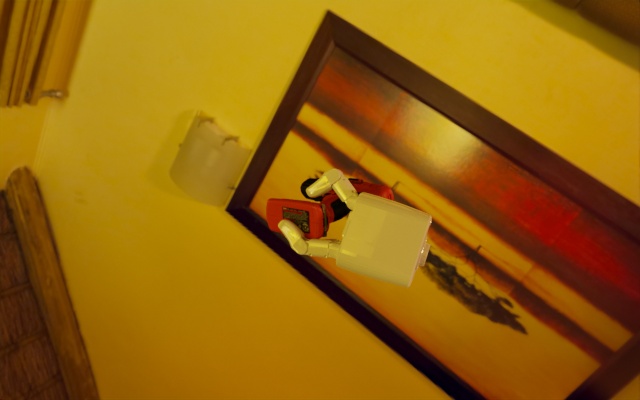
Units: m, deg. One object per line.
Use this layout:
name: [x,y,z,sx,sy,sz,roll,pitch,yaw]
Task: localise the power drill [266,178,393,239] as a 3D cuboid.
power drill: [0.000,0.003,0.782,0.184,0.057,0.187,7,19,37]
